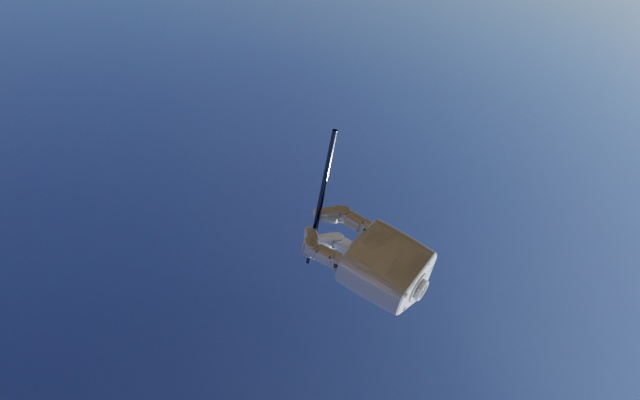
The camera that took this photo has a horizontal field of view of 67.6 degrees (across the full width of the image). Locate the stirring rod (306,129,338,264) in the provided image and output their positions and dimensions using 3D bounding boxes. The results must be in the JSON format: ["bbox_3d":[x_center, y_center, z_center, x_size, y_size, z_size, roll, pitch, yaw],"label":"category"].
[{"bbox_3d":[0.000,0.002,0.726,0.011,0.240,0.011,8,32,-5],"label":"stirring rod"}]
